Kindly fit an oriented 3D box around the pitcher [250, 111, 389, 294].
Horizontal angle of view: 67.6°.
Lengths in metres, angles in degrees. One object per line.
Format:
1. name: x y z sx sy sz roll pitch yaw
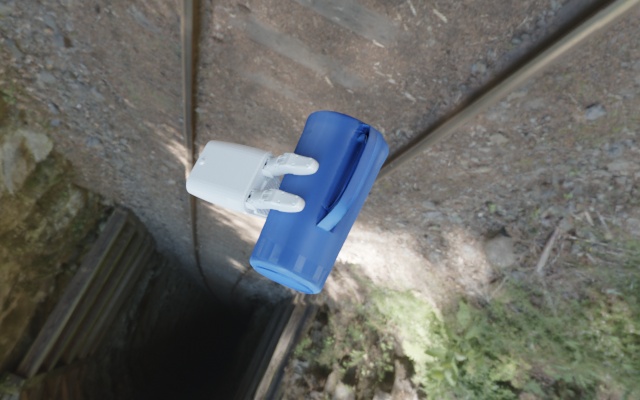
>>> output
1. pitcher: 0.000 0.002 0.676 0.145 0.242 0.149 16 -19 22
